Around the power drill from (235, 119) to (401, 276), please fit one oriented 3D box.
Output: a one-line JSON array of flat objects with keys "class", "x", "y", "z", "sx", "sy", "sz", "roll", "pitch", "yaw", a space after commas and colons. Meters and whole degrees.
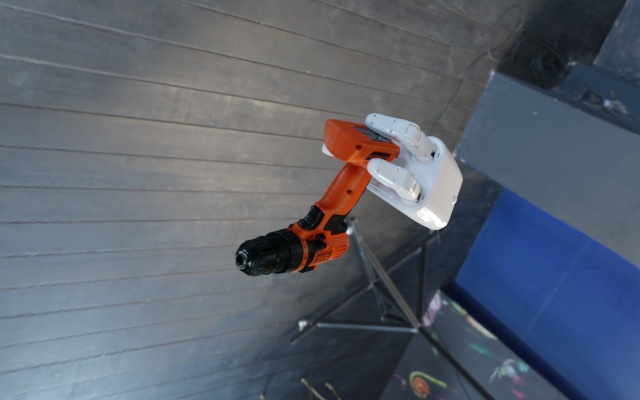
[{"class": "power drill", "x": 0.000, "y": 0.001, "z": 0.542, "sx": 0.057, "sy": 0.188, "sz": 0.184, "roll": 41, "pitch": 25, "yaw": 25}]
